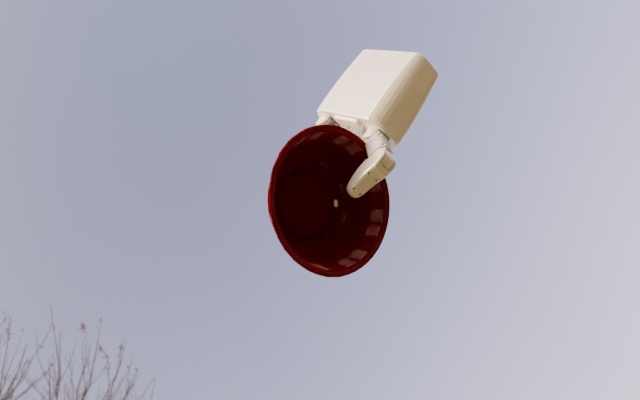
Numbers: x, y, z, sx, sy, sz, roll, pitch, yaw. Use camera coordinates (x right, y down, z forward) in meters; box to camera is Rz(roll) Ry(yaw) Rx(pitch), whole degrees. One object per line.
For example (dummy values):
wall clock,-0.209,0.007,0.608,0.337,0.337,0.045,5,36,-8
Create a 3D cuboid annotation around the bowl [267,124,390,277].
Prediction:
bowl,-0.001,0.003,0.522,0.162,0.162,0.055,0,-5,-37
